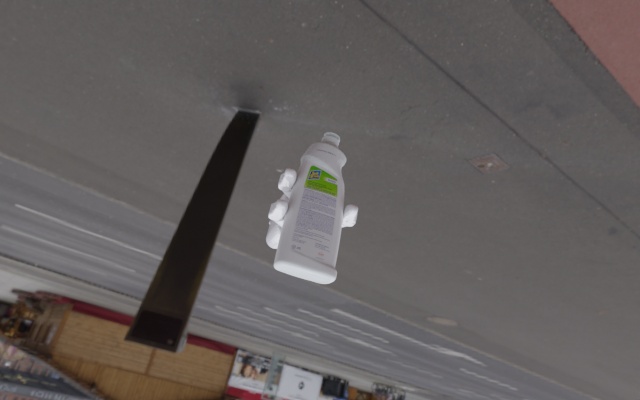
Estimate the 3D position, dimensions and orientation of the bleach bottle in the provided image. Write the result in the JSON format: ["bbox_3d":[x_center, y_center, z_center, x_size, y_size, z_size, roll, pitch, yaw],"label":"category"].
[{"bbox_3d":[0.000,0.003,0.791,0.102,0.250,0.068,19,-23,-12],"label":"bleach bottle"}]
